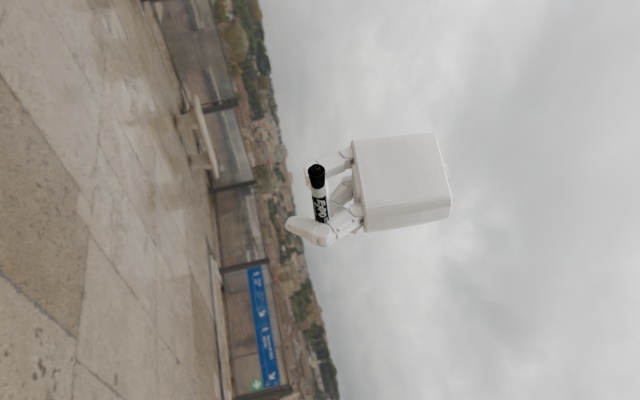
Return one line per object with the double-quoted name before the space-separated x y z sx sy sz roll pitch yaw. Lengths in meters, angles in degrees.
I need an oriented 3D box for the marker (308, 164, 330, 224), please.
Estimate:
"marker" 0.000 0.002 0.541 0.020 0.020 0.121 0 -38 6
